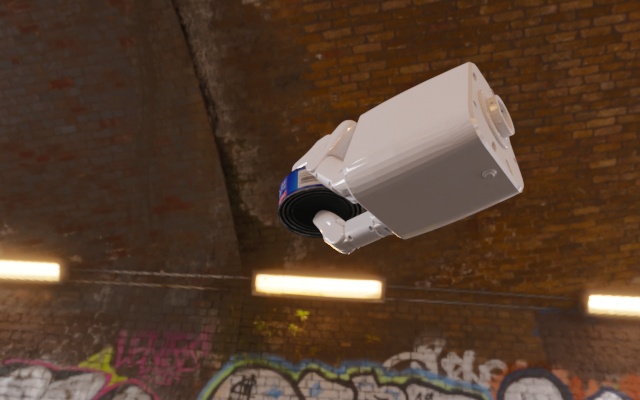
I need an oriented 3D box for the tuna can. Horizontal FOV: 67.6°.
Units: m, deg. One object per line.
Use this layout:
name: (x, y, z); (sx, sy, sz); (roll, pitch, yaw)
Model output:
tuna can: (0.000, 0.001, 0.487); (0.086, 0.033, 0.086); (-1, -37, 0)
